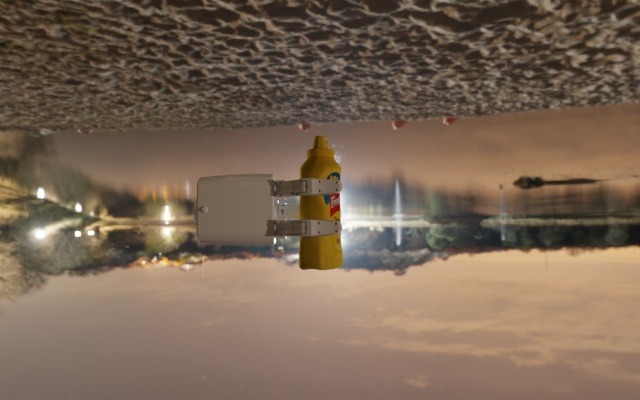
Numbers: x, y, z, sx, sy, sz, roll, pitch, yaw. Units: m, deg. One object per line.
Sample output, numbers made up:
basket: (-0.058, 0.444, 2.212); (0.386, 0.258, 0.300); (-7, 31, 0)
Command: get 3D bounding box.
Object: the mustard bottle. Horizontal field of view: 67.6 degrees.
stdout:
mustard bottle: (0.000, 0.003, 0.691); (0.058, 0.191, 0.096); (-2, -4, 20)
